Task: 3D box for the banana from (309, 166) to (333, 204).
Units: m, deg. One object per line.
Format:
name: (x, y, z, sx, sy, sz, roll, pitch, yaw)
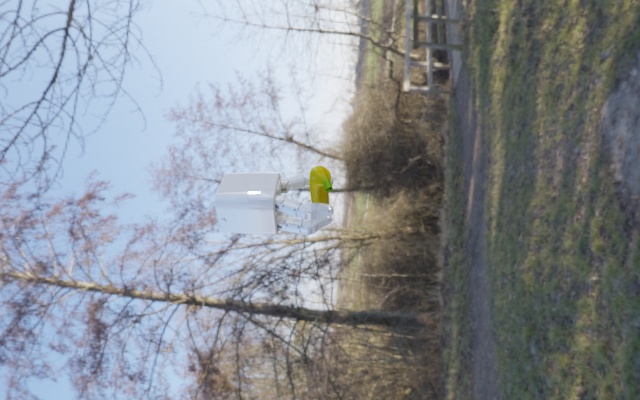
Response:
banana: (-0.001, -0.016, 0.866, 0.037, 0.069, 0.198, -3, -18, -2)
